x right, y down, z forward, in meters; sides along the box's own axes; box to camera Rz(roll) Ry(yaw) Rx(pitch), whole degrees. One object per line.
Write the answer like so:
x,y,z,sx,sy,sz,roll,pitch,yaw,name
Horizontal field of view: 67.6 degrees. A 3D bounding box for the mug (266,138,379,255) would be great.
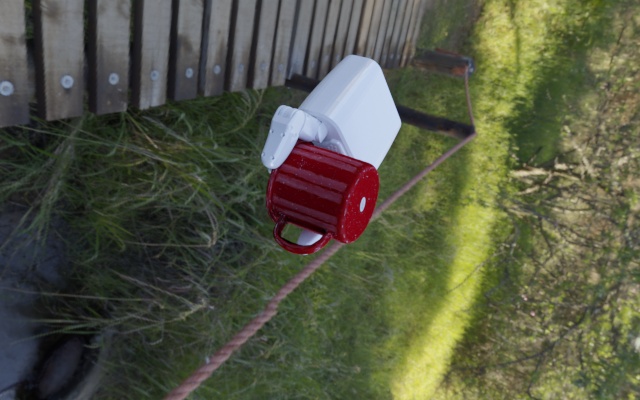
0.000,0.003,0.466,0.081,0.117,0.093,19,-30,25,mug
